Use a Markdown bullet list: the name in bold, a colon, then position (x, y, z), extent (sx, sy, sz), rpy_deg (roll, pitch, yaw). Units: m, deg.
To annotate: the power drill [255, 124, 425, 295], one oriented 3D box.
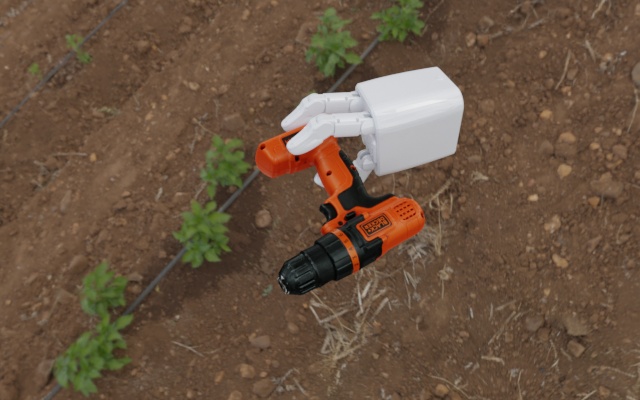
- **power drill**: position (0.000, 0.001, 0.556), extent (0.184, 0.187, 0.057), rpy_deg (-25, -26, -22)
